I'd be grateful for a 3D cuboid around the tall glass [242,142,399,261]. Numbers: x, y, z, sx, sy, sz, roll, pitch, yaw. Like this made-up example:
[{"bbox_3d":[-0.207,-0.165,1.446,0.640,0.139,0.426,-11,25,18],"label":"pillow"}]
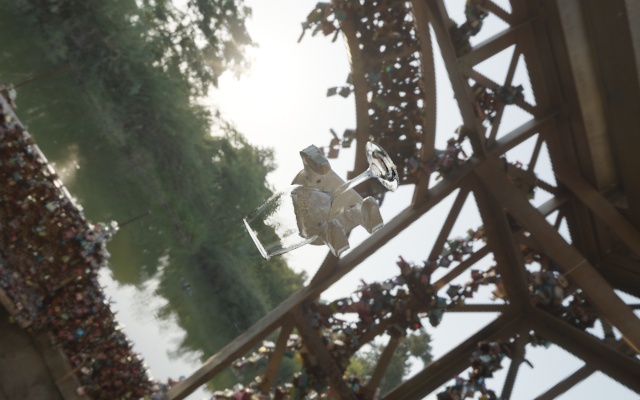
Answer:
[{"bbox_3d":[0.001,0.002,0.628,0.201,0.079,0.079,-30,7,-12],"label":"tall glass"}]
